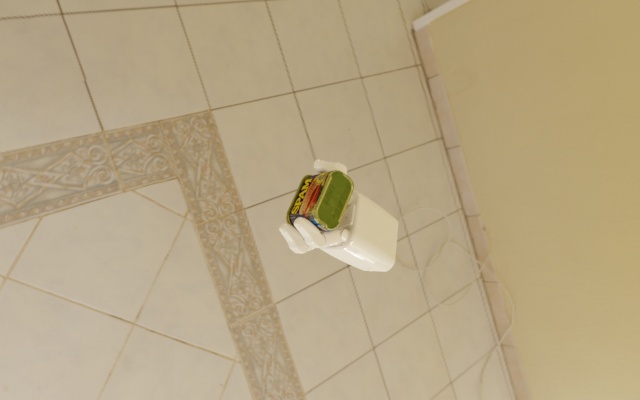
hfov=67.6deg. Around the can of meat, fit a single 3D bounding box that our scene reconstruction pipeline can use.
[{"bbox_3d":[0.000,0.002,0.783,0.057,0.102,0.084,34,-23,-27],"label":"can of meat"}]
